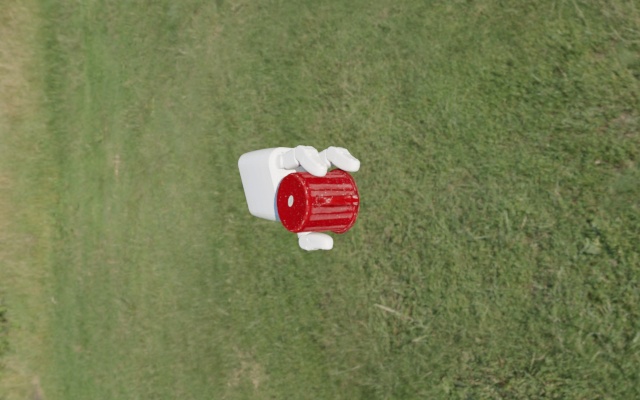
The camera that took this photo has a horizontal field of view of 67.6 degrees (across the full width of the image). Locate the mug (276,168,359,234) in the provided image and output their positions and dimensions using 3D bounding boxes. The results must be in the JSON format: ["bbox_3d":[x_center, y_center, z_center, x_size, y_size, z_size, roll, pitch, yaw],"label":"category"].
[{"bbox_3d":[0.001,0.002,0.643,0.081,0.093,0.117,-2,2,-37],"label":"mug"}]
